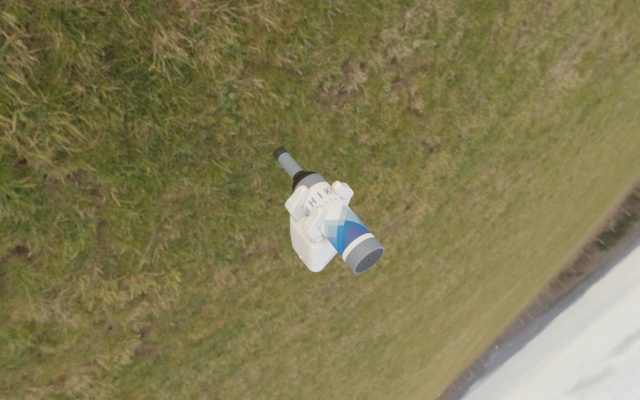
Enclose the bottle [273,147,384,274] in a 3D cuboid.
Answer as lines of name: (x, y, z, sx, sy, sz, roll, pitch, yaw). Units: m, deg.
bottle: (0.000, 0.003, 0.884, 0.069, 0.069, 0.295, 0, 43, -51)
